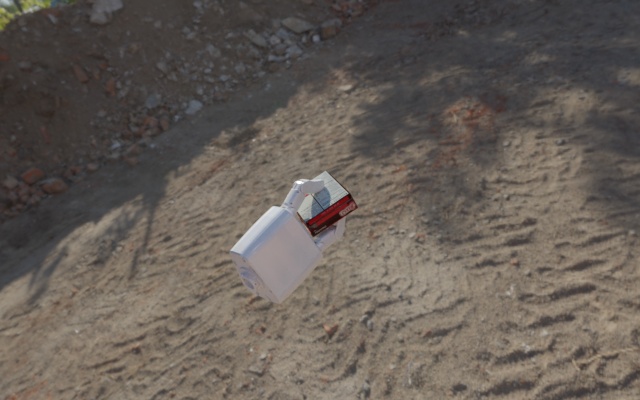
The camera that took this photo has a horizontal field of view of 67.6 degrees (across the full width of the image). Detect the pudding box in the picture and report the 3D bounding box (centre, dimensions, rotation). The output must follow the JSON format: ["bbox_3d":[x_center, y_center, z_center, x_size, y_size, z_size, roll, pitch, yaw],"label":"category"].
[{"bbox_3d":[0.000,0.003,0.812,0.090,0.039,0.113,-32,33,-5],"label":"pudding box"}]
